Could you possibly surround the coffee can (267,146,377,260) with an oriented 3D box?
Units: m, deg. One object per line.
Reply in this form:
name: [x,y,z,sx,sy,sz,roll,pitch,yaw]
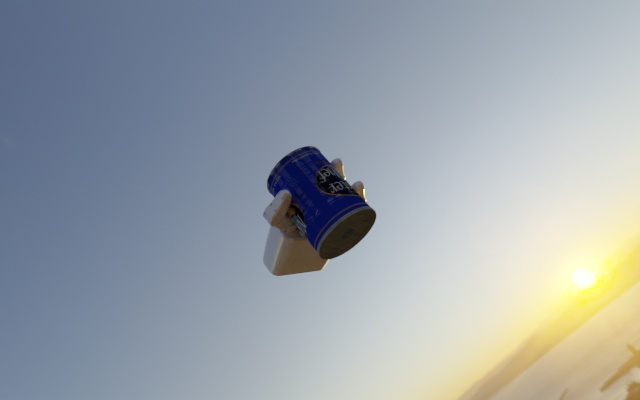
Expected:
coffee can: [0.000,0.002,0.712,0.103,0.103,0.140,0,43,-52]
